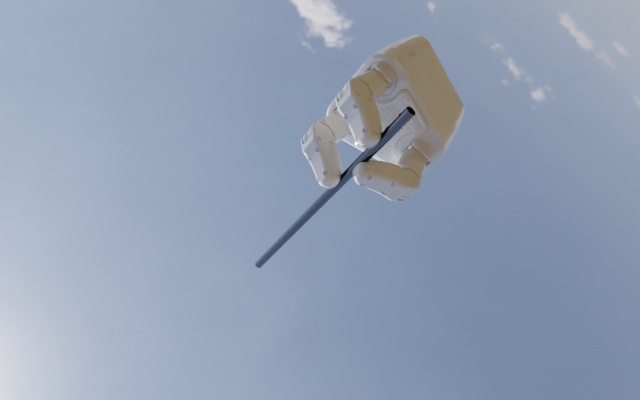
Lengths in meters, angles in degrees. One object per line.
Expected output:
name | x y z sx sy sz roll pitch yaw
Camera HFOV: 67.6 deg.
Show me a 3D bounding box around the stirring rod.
stirring rod | 0.000 0.001 0.417 0.011 0.011 0.240 0 -33 -39
